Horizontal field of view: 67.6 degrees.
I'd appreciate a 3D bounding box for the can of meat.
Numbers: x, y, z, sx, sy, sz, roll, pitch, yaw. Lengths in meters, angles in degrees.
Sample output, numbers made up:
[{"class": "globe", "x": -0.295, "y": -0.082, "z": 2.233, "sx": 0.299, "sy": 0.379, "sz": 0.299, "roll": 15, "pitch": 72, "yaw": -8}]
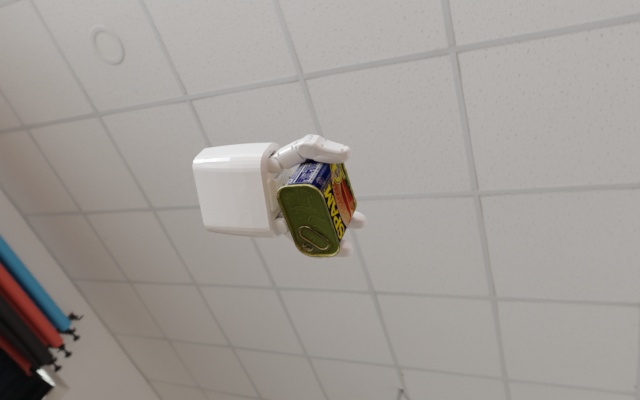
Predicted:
[{"class": "can of meat", "x": 0.000, "y": 0.002, "z": 0.566, "sx": 0.057, "sy": 0.102, "sz": 0.084, "roll": -3, "pitch": 34, "yaw": 26}]
